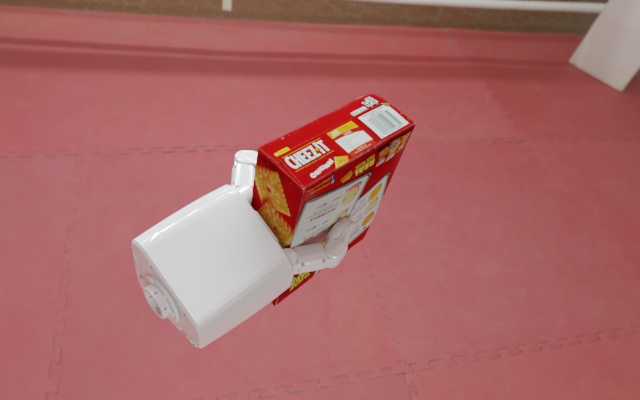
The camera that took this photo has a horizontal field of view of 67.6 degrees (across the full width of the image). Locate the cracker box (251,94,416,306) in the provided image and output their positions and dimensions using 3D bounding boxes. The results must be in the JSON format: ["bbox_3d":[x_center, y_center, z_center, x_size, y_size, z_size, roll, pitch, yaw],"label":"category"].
[{"bbox_3d":[0.000,0.002,0.536,0.164,0.072,0.214,-33,-25,-33],"label":"cracker box"}]
